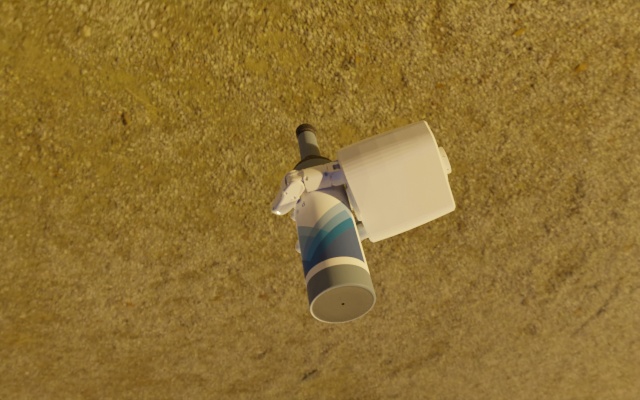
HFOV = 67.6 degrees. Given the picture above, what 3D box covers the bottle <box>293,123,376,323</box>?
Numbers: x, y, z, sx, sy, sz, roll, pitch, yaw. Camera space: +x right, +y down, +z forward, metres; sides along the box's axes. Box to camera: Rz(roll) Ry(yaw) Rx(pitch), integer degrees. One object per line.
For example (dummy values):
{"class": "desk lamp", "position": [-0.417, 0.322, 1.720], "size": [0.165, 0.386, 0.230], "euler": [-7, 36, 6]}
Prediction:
{"class": "bottle", "position": [0.000, 0.002, 0.573], "size": [0.069, 0.069, 0.295], "euler": [0, 43, -12]}
